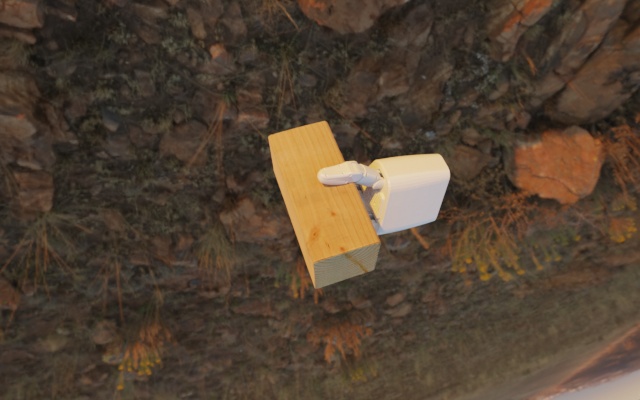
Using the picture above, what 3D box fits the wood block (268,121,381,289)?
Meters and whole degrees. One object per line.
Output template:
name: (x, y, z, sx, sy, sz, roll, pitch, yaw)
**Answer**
wood block: (0.001, 0.002, 0.666, 0.090, 0.206, 0.091, -16, -30, -10)
